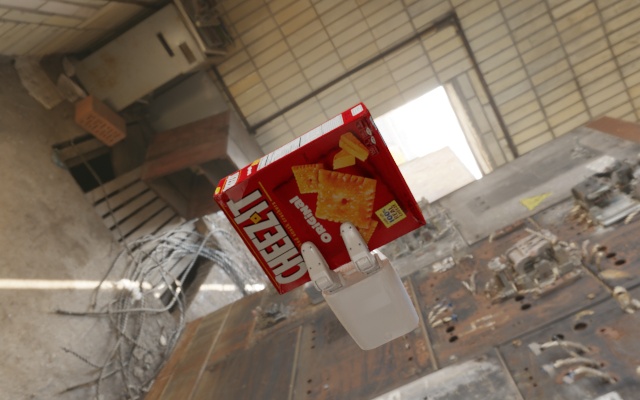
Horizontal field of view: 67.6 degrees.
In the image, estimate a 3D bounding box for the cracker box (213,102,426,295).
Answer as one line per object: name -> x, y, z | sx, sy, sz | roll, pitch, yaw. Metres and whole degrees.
cracker box -> 0.000, 0.002, 0.606 | 0.214, 0.164, 0.072 | -28, 19, 10
